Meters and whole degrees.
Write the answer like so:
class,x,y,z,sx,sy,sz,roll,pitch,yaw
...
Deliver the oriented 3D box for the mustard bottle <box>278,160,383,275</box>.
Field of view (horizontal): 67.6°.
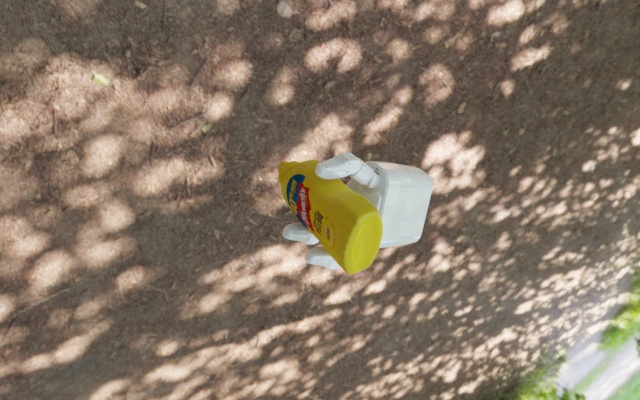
class,x,y,z,sx,sy,sz,roll,pitch,yaw
mustard bottle,0.000,0.002,0.620,0.058,0.096,0.191,-21,45,-27
